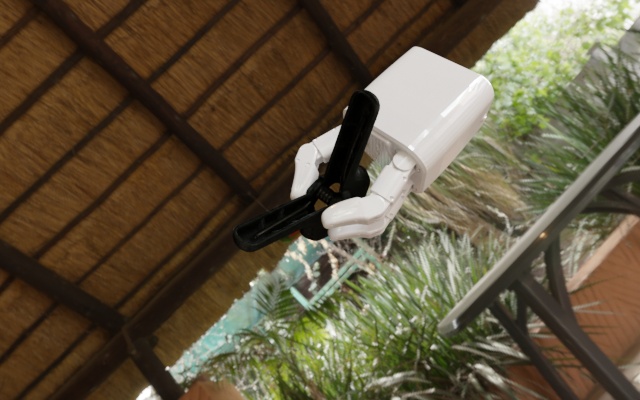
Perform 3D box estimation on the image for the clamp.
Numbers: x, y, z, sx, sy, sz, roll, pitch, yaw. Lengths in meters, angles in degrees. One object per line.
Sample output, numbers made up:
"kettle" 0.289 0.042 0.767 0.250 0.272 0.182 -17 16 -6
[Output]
"clamp" 0.000 0.001 0.466 0.036 0.164 0.210 42 -8 18
